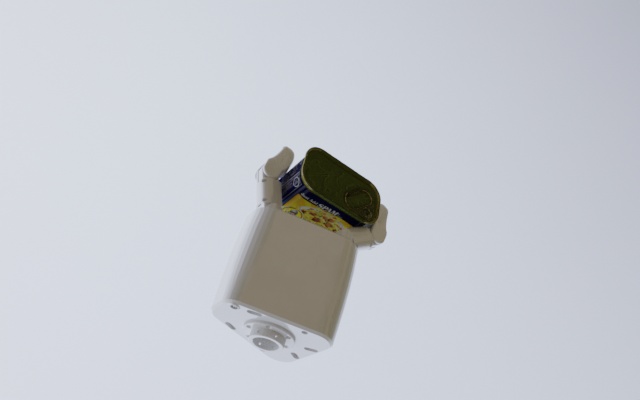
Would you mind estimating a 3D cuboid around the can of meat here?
[{"bbox_3d":[0.000,0.002,0.526,0.102,0.057,0.084,32,-42,-22],"label":"can of meat"}]
